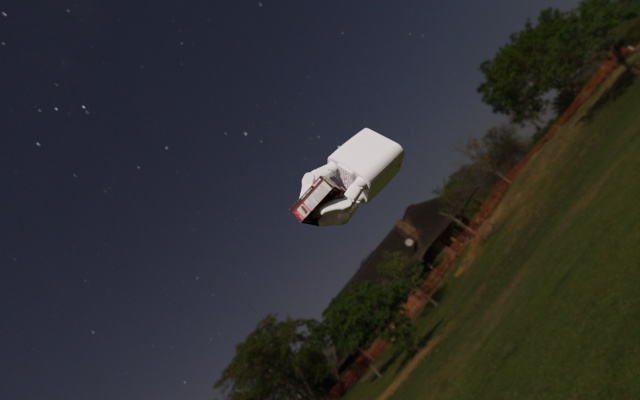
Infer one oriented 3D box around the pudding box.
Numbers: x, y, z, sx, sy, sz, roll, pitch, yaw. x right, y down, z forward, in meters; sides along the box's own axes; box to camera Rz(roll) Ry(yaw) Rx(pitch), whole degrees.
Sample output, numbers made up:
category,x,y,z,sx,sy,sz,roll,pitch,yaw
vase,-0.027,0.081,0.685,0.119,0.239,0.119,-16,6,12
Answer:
category,x,y,z,sx,sy,sz,roll,pitch,yaw
pudding box,0.000,0.003,0.896,0.039,0.090,0.113,45,8,19
